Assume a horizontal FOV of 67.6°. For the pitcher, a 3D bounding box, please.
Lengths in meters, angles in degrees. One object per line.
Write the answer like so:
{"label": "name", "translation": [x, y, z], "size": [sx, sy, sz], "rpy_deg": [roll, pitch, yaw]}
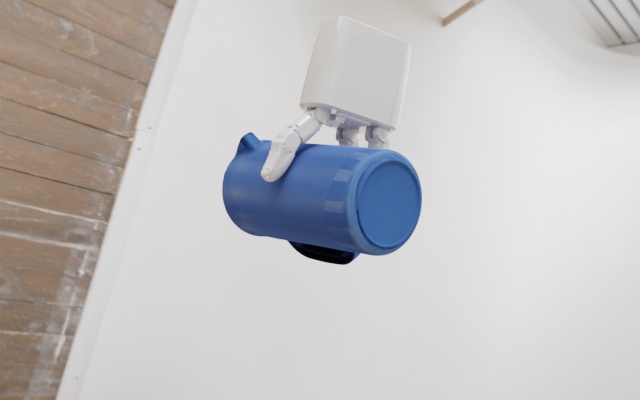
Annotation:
{"label": "pitcher", "translation": [0.000, 0.002, 0.569], "size": [0.149, 0.145, 0.243], "rpy_deg": [17, -5, -38]}
